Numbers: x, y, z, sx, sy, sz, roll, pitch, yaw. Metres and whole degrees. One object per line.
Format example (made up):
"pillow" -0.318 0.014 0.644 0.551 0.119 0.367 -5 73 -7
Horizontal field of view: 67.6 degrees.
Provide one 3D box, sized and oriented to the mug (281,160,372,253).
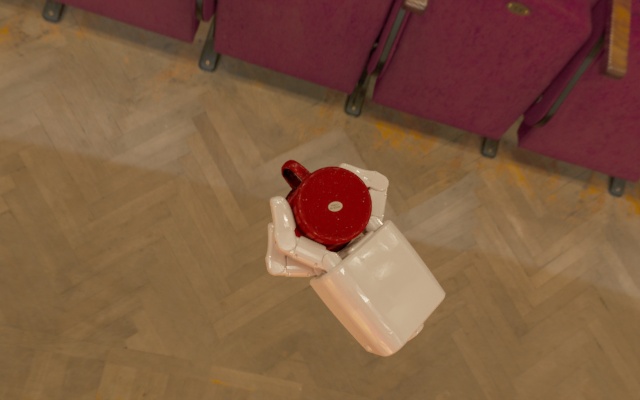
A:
"mug" -0.001 0.001 0.526 0.093 0.117 0.081 -38 -2 -17
